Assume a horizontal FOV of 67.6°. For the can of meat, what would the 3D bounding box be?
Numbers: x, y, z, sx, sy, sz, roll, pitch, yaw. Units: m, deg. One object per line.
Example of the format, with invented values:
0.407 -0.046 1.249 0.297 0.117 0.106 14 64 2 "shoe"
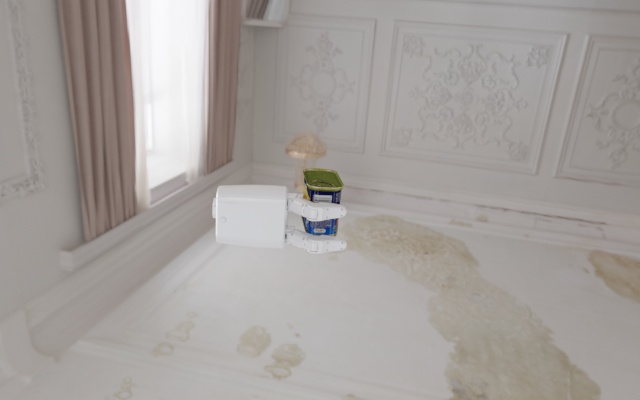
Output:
0.000 0.003 0.766 0.057 0.084 0.102 2 19 -9 "can of meat"
